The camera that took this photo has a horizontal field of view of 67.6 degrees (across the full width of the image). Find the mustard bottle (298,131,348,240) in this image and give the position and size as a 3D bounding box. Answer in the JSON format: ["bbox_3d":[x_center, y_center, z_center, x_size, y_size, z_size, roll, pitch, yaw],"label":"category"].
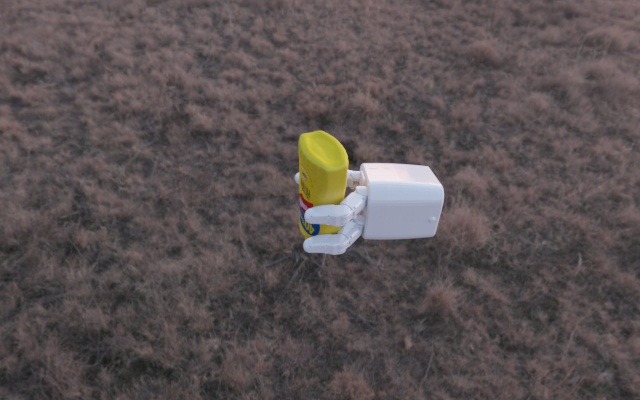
[{"bbox_3d":[0.000,0.002,0.693,0.058,0.192,0.096,-15,44,-20],"label":"mustard bottle"}]
